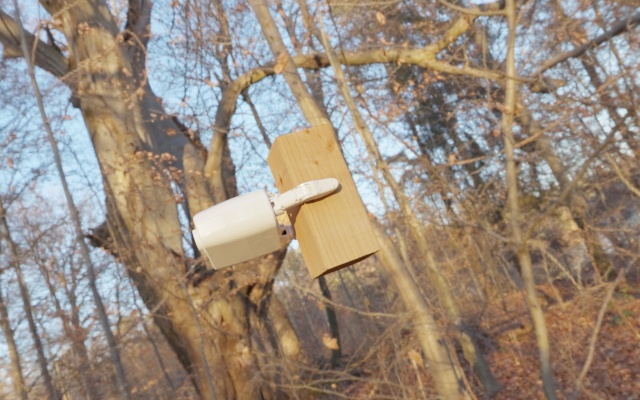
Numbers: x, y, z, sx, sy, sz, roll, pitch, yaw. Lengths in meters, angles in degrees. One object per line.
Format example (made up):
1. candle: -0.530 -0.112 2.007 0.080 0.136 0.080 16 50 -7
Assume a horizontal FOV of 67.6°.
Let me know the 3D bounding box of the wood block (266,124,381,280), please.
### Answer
1. wood block: 0.000 0.002 0.723 0.090 0.206 0.091 -17 -12 -21
